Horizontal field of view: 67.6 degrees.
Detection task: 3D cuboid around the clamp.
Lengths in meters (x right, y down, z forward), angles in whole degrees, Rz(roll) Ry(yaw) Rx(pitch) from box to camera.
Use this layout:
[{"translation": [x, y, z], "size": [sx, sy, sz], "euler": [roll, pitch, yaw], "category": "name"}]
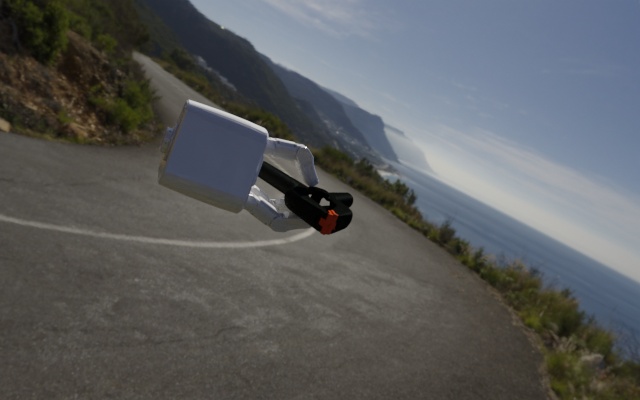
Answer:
[{"translation": [0.000, 0.002, 0.665], "size": [0.164, 0.036, 0.210], "euler": [17, 12, -22], "category": "clamp"}]
